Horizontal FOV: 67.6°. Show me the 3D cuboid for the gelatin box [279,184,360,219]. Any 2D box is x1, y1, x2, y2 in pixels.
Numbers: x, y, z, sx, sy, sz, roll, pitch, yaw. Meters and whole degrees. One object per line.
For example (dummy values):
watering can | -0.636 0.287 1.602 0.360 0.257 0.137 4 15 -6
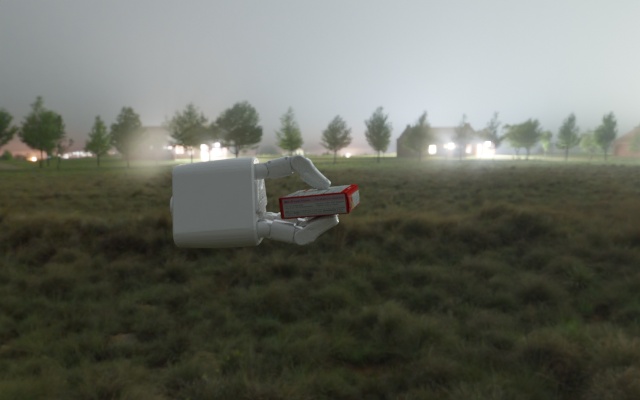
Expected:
gelatin box | 0.000 0.002 0.611 0.089 0.030 0.073 -6 7 16
